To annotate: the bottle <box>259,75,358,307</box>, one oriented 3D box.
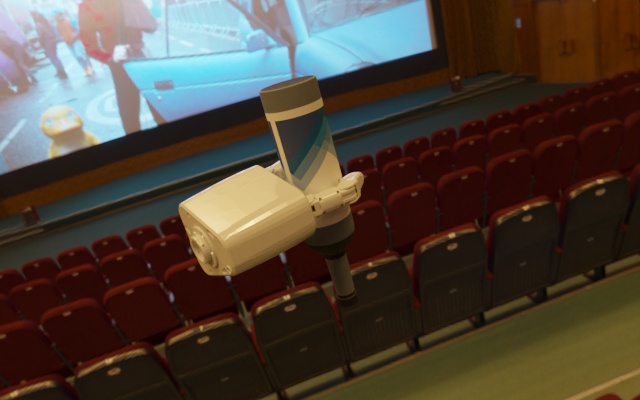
[{"bbox_3d":[0.000,0.002,0.584,0.069,0.296,0.069,-14,21,5],"label":"bottle"}]
